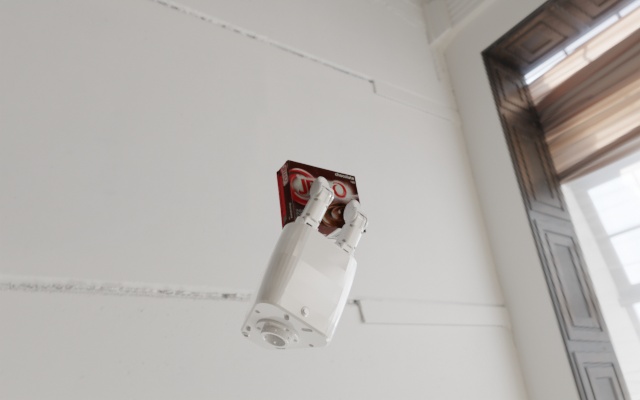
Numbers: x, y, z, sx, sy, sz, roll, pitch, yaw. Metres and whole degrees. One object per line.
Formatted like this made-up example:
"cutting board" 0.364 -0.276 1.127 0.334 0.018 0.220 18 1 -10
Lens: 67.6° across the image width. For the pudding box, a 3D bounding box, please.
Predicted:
"pudding box" 0.000 0.002 0.630 0.113 0.090 0.039 13 -34 -34
